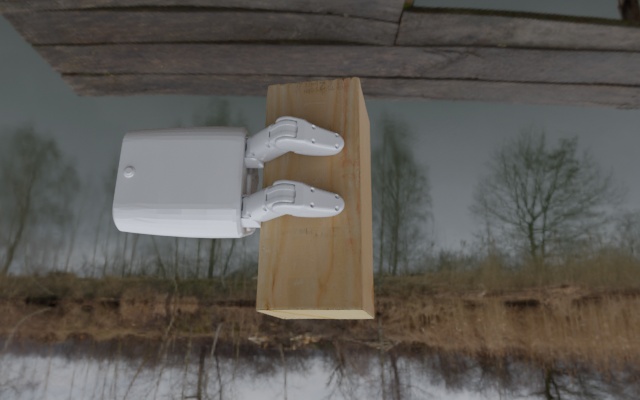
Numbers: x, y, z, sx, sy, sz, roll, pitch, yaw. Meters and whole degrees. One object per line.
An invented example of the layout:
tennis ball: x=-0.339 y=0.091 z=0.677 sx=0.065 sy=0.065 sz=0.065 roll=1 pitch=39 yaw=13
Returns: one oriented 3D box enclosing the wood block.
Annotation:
wood block: x=0.000 y=0.002 z=0.445 sx=0.090 sy=0.206 sz=0.091 roll=-3 pitch=-18 yaw=11
